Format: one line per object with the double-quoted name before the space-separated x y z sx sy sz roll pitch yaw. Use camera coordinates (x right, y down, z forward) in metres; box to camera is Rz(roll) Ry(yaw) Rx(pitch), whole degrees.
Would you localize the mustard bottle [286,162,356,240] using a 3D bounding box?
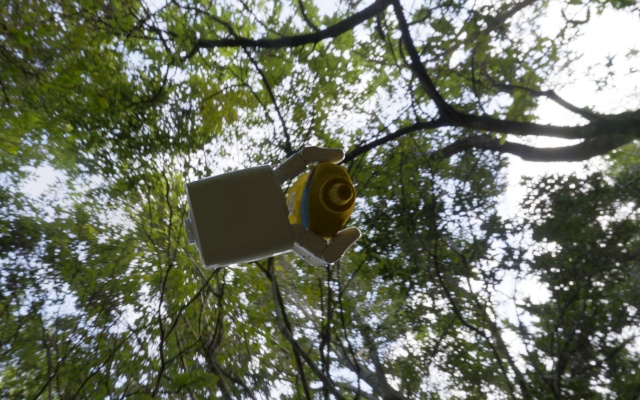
"mustard bottle" 0.000 0.002 0.611 0.058 0.096 0.191 12 -10 -14
